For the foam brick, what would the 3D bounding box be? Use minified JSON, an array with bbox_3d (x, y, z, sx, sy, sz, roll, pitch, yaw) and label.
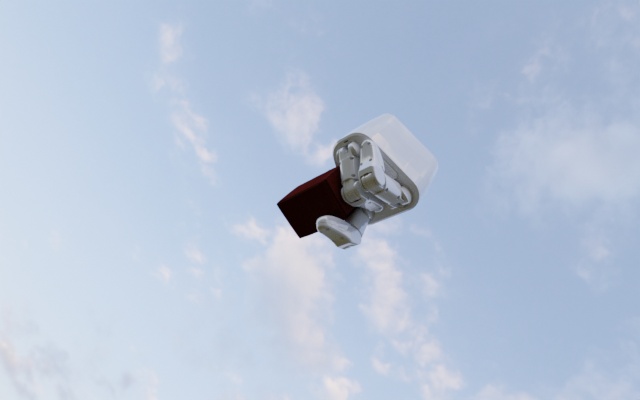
[{"bbox_3d":[0.000,0.002,0.563,0.078,0.053,0.051,-24,12,35],"label":"foam brick"}]
